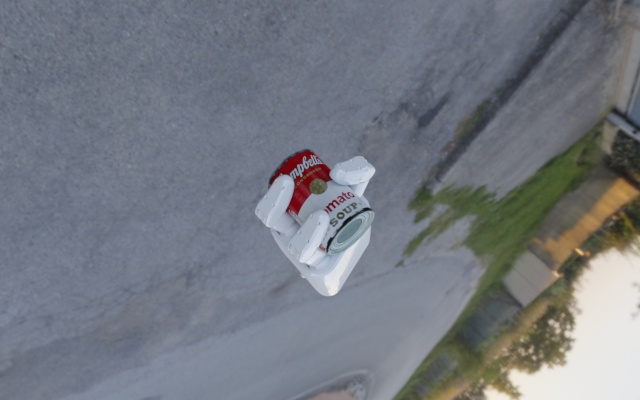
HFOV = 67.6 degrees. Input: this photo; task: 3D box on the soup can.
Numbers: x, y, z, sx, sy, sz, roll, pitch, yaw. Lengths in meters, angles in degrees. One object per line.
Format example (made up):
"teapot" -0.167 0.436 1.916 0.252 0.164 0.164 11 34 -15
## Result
"soup can" 0.000 0.002 0.516 0.102 0.068 0.068 46 22 24
